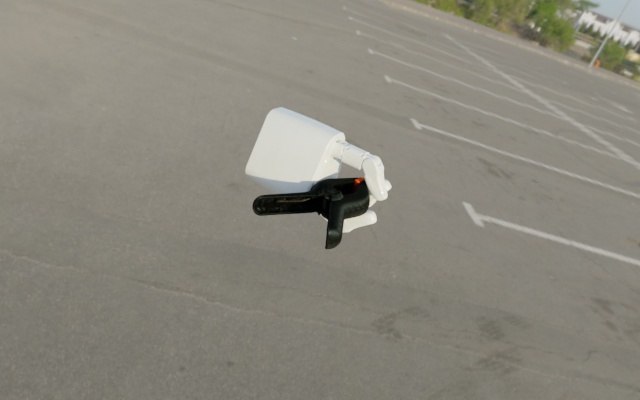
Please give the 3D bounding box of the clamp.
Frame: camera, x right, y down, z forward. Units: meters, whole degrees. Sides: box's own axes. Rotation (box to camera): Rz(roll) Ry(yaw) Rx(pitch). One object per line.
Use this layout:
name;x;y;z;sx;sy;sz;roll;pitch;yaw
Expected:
clamp;0.000;0.001;0.600;0.120;0.039;0.171;25;27;18
